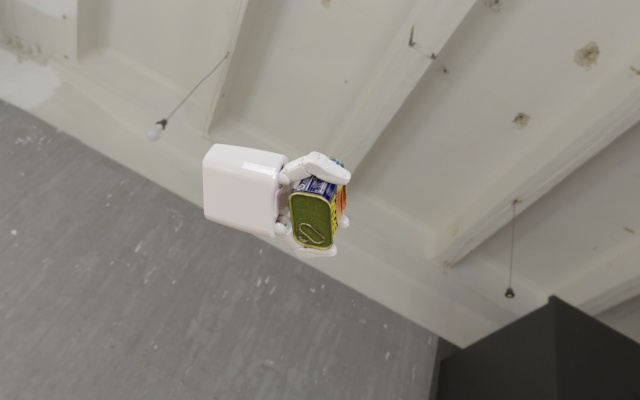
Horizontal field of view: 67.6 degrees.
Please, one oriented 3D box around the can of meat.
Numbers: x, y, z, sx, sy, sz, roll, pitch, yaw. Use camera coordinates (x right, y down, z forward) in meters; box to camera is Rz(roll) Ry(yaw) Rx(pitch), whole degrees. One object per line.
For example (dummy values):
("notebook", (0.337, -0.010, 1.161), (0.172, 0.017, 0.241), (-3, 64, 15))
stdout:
("can of meat", (0.000, 0.002, 0.649), (0.057, 0.102, 0.084), (10, 46, 15))
